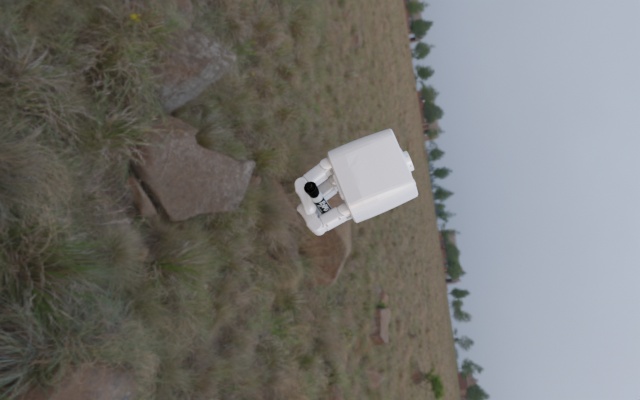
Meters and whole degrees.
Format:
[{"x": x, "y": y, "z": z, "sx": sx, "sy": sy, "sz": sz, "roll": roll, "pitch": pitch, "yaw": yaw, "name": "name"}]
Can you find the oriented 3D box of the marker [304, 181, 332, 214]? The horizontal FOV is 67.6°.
[{"x": 0.000, "y": 0.002, "z": 0.714, "sx": 0.020, "sy": 0.020, "sz": 0.121, "roll": 0, "pitch": -23, "yaw": 17, "name": "marker"}]
